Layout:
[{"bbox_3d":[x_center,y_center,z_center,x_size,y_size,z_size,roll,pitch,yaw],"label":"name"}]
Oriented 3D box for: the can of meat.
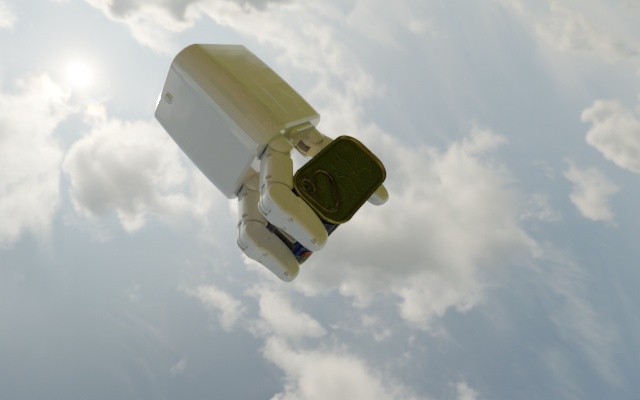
[{"bbox_3d":[0.000,0.002,0.426,0.102,0.057,0.084,-45,-3,-46],"label":"can of meat"}]
